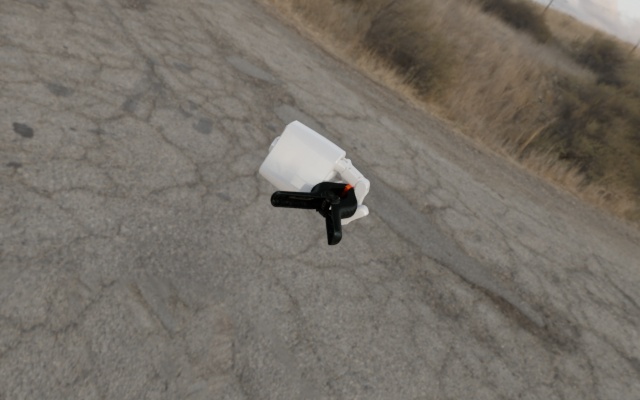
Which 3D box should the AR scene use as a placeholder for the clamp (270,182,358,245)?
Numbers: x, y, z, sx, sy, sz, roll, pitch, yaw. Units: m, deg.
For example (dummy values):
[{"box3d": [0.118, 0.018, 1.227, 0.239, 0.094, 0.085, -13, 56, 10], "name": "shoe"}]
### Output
[{"box3d": [0.001, 0.002, 0.741, 0.120, 0.039, 0.171, 35, 26, 5], "name": "clamp"}]
